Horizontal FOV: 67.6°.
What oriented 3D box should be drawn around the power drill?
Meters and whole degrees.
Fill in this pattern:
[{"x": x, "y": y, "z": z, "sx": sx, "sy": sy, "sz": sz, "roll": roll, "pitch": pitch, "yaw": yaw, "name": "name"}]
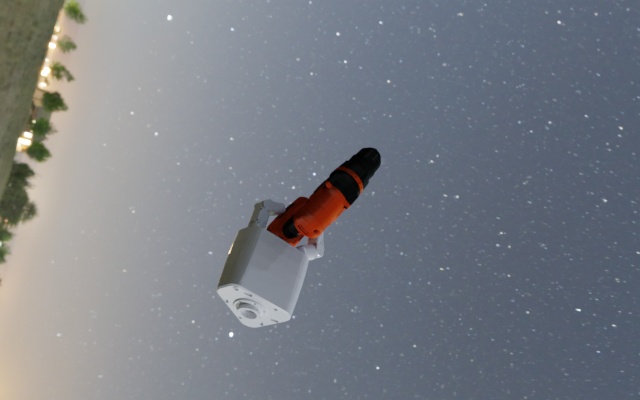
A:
[{"x": 0.000, "y": 0.003, "z": 0.746, "sx": 0.184, "sy": 0.057, "sz": 0.188, "roll": -44, "pitch": 3, "yaw": -32, "name": "power drill"}]
